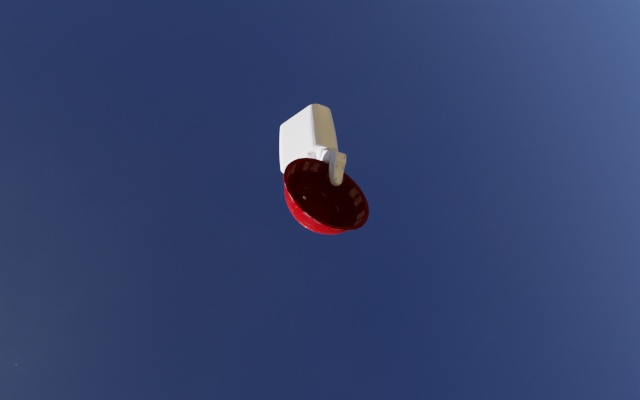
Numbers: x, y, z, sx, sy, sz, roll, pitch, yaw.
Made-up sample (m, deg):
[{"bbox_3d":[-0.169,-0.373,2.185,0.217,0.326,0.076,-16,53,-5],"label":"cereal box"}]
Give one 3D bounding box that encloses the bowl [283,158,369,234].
[{"bbox_3d":[0.000,0.004,0.806,0.162,0.162,0.055,0,-41,-39],"label":"bowl"}]
